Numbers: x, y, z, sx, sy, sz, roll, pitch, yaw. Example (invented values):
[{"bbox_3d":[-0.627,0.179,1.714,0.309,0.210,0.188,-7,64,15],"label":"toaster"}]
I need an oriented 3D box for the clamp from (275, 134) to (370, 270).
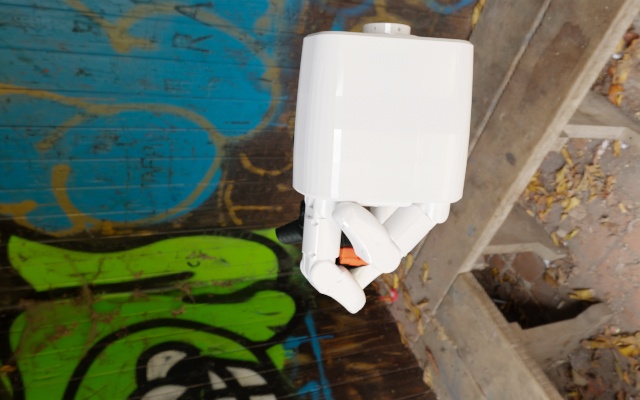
[{"bbox_3d":[0.000,0.002,0.419,0.039,0.120,0.171,-3,13,-24],"label":"clamp"}]
